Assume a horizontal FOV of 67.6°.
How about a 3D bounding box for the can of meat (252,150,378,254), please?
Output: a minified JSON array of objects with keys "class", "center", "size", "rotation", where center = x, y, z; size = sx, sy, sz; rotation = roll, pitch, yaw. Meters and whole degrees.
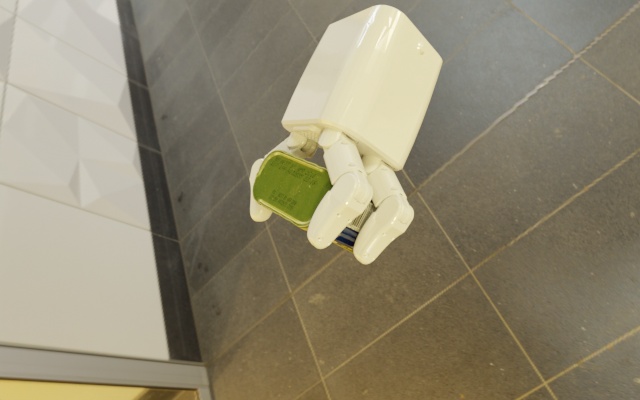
[{"class":"can of meat","center":[0.000,0.001,0.422],"size":[0.102,0.057,0.084],"rotation":[25,-2,45]}]
